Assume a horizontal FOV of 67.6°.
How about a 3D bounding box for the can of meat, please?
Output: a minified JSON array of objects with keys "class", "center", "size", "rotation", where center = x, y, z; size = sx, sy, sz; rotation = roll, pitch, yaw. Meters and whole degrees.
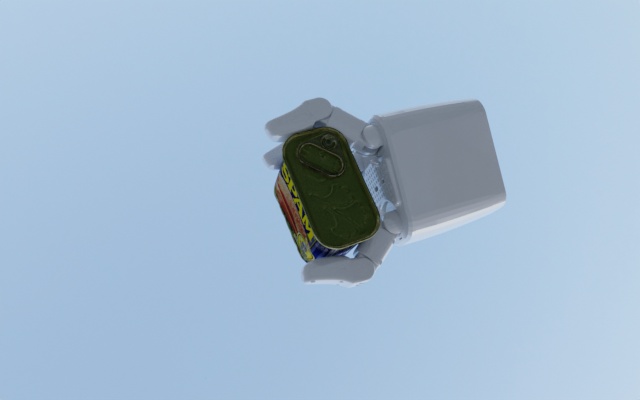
[{"class":"can of meat","center":[0.000,0.002,0.416],"size":[0.057,0.102,0.084],"rotation":[-18,-15,-18]}]
